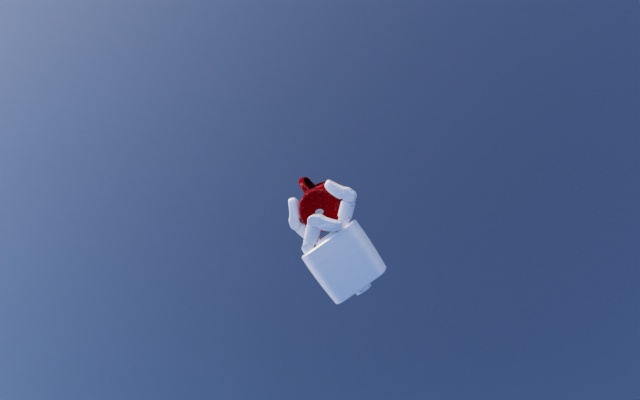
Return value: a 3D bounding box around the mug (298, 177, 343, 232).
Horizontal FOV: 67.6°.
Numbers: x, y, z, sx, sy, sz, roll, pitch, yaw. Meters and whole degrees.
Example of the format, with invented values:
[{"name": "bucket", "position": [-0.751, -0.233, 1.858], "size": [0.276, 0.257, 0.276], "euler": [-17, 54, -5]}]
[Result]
[{"name": "mug", "position": [-0.001, 0.002, 0.898], "size": [0.093, 0.117, 0.081], "euler": [-37, -2, 15]}]
